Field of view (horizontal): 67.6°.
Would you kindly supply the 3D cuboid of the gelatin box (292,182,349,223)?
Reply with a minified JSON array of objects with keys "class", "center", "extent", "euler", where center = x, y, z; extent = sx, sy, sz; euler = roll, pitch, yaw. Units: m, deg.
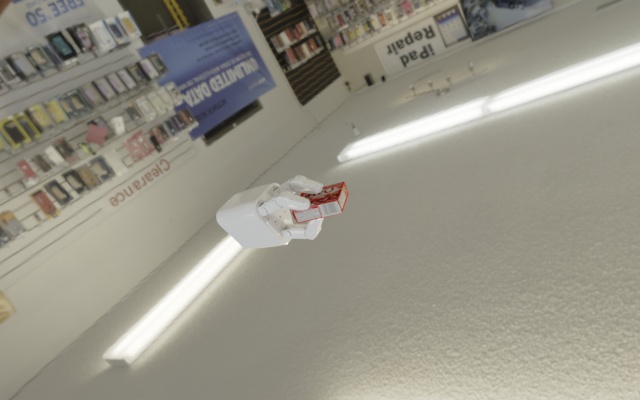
[{"class":"gelatin box","center":[0.001,0.003,0.850],"extent":[0.089,0.030,0.073],"euler":[-13,24,20]}]
